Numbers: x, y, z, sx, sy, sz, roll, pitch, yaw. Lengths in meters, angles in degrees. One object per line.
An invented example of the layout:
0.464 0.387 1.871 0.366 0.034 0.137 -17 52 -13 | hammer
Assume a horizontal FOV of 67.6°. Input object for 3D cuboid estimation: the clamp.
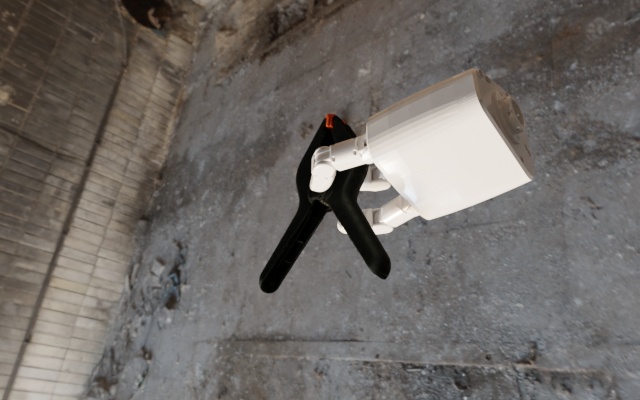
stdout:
0.000 0.001 0.520 0.164 0.209 0.036 -21 -37 34 | clamp
